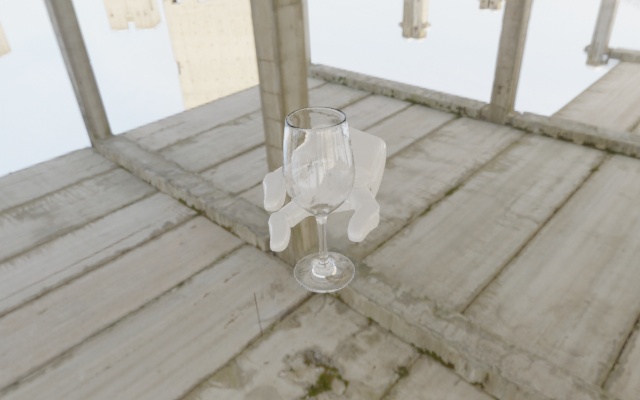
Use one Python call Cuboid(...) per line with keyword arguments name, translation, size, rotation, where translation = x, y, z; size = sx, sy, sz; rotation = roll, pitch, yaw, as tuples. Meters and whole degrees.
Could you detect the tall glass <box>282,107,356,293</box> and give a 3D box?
Cuboid(name="tall glass", translation=(0.000, 0.002, 0.529), size=(0.079, 0.201, 0.079), rotation=(-2, 32, 1))
